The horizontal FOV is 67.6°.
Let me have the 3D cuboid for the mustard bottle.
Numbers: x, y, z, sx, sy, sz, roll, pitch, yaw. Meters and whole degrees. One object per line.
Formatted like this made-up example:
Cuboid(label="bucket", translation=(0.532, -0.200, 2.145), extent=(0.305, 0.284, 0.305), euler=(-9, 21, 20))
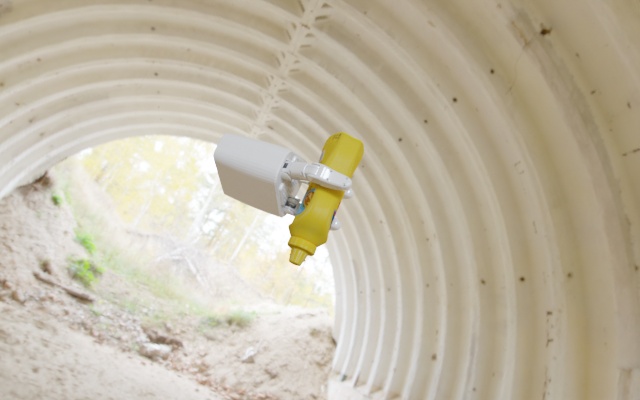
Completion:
Cuboid(label="mustard bottle", translation=(0.001, 0.002, 0.678), extent=(0.058, 0.191, 0.096), euler=(26, -17, -7))
